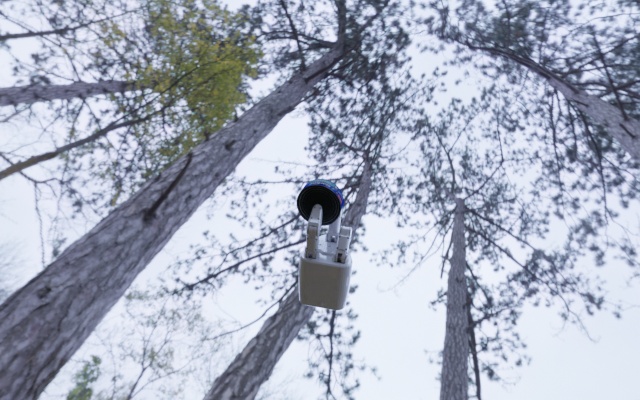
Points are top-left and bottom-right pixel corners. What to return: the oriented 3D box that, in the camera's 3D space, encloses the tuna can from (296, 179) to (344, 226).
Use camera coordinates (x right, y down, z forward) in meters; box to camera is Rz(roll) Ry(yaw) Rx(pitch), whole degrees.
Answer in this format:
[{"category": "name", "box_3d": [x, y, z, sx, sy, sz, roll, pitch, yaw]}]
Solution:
[{"category": "tuna can", "box_3d": [0.000, 0.003, 0.897, 0.086, 0.086, 0.033, 0, 27, 16]}]
